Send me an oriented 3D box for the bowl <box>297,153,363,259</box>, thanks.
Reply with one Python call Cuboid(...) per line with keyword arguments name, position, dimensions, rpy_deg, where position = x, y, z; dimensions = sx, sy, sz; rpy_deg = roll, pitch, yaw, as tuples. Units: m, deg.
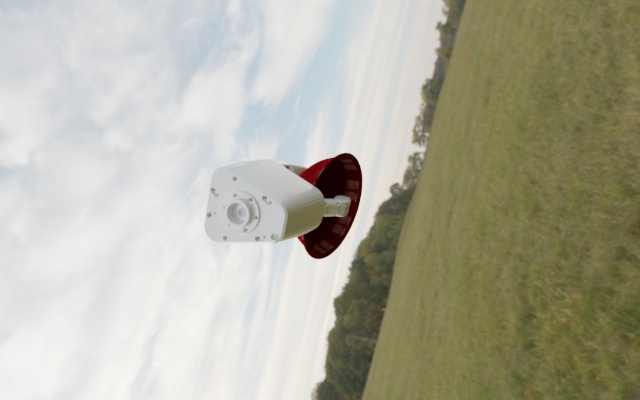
Cuboid(name="bowl", position=(0.000, 0.002, 0.708), dimensions=(0.055, 0.162, 0.162), rpy_deg=(19, 9, 29))
